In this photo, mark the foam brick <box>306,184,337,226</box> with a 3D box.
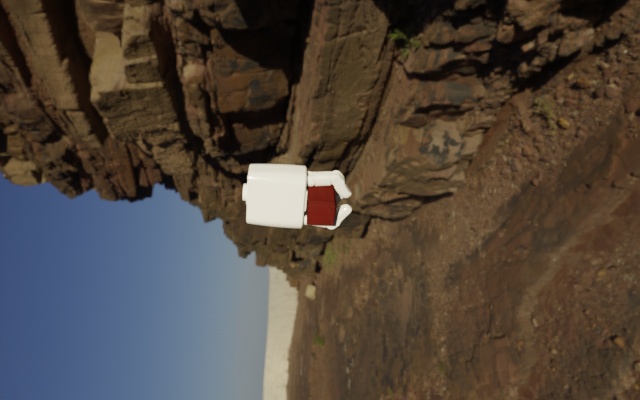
[{"bbox_3d":[0.000,0.003,0.883,0.051,0.053,0.078,3,38,-5],"label":"foam brick"}]
